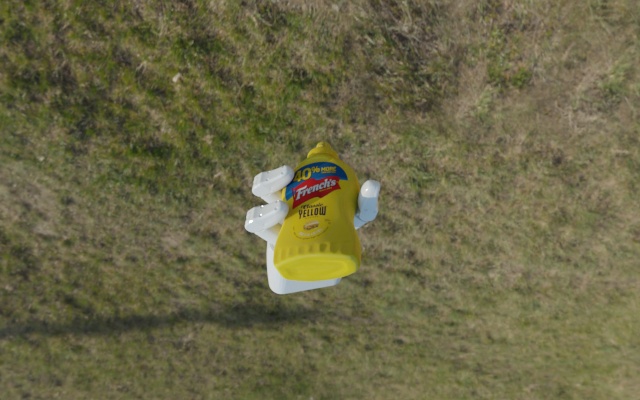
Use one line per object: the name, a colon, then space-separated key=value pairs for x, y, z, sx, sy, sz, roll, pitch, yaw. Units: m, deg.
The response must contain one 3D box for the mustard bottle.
mustard bottle: x=0.000 y=0.002 z=0.580 sx=0.096 sy=0.191 sz=0.058 roll=-10 pitch=-41 yaw=16
